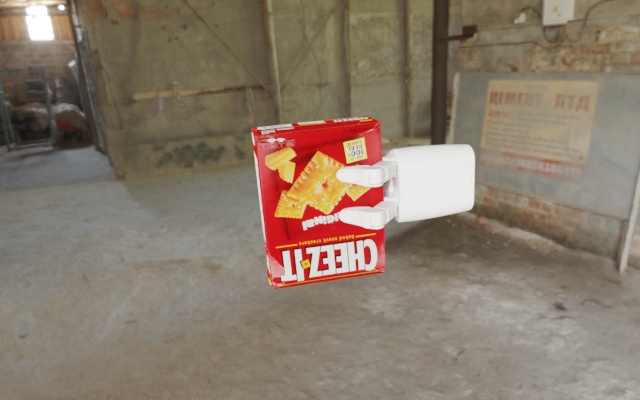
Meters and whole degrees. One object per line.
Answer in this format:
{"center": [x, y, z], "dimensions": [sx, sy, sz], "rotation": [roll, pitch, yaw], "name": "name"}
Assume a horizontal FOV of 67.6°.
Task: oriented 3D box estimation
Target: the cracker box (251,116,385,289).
{"center": [0.000, 0.002, 0.648], "dimensions": [0.164, 0.214, 0.072], "rotation": [-7, 17, -8], "name": "cracker box"}
